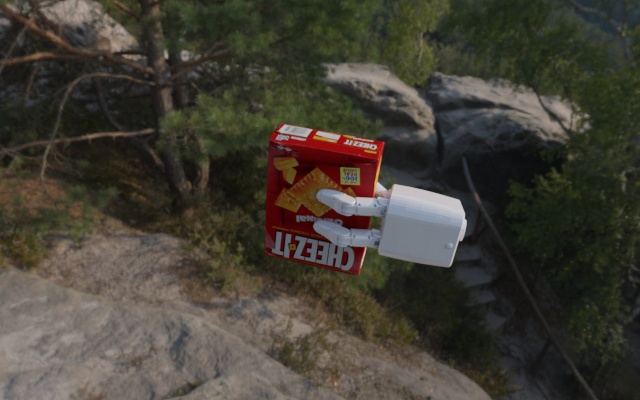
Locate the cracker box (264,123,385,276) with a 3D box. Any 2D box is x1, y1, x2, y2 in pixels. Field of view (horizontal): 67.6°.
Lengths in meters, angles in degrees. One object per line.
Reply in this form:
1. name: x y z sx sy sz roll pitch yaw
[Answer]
1. cracker box: 0.000 0.002 0.743 0.164 0.214 0.072 12 31 9
